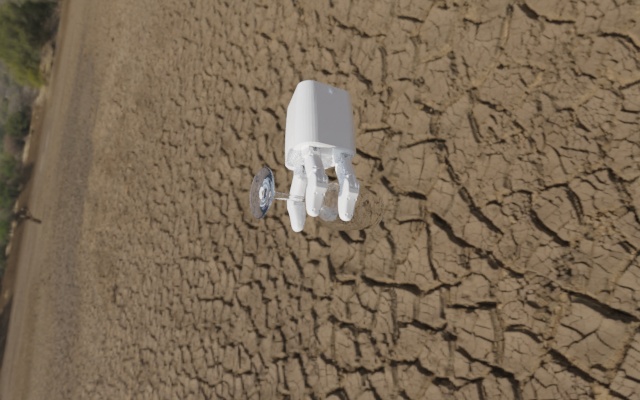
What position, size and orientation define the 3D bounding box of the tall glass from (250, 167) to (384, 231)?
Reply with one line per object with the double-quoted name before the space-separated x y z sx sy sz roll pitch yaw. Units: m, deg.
"tall glass" -0.001 0.002 0.722 0.201 0.079 0.079 9 -5 -31
